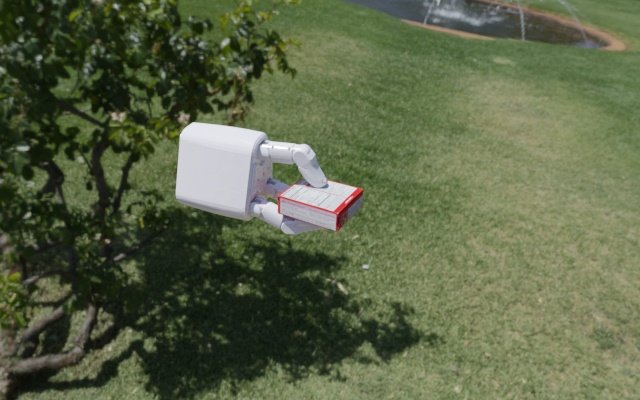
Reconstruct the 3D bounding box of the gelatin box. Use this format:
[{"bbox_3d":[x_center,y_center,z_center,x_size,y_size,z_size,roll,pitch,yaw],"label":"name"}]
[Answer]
[{"bbox_3d":[0.000,0.002,0.615,0.089,0.030,0.073,15,32,25],"label":"gelatin box"}]
